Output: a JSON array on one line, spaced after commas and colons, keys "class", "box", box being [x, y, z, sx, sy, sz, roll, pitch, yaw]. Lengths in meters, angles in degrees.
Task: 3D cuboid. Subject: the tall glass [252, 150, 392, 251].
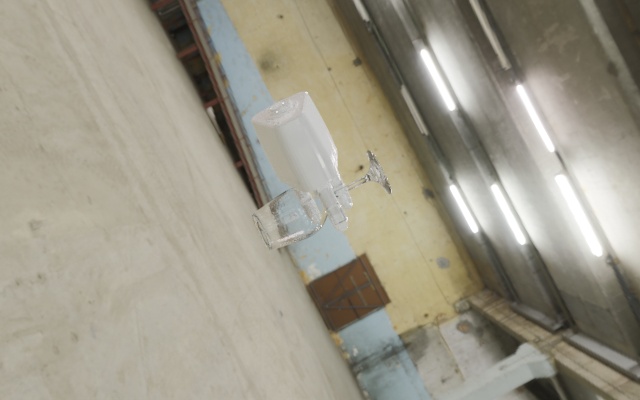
[{"class": "tall glass", "box": [0.001, 0.002, 0.715, 0.201, 0.079, 0.079, -28, 1, -1]}]
